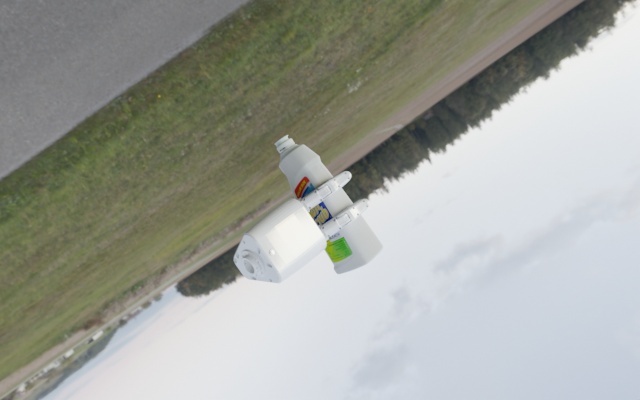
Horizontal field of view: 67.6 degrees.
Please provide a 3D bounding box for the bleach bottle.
[{"bbox_3d":[0.000,0.003,0.820,0.068,0.251,0.102,-37,4,-38],"label":"bleach bottle"}]
